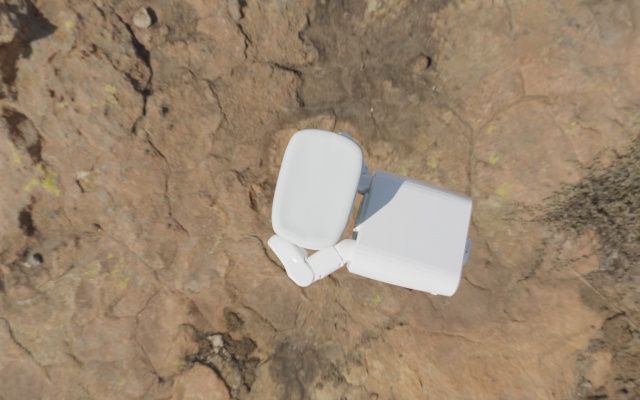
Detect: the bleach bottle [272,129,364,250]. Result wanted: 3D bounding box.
[{"bbox_3d":[0.000,0.002,0.517,0.068,0.102,0.251,15,-4,3],"label":"bleach bottle"}]
